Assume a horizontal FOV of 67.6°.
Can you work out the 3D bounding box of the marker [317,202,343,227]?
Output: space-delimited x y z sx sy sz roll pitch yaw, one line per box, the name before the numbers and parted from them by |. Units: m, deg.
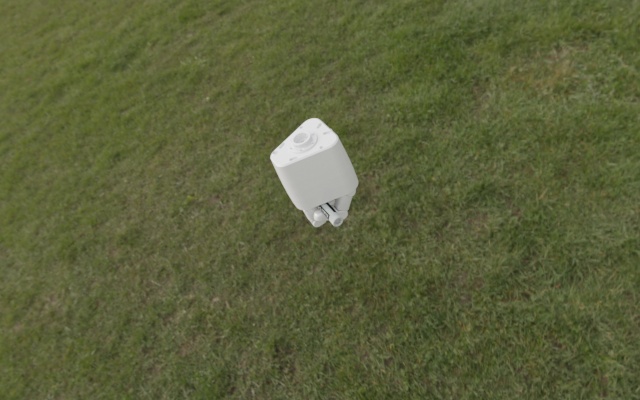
marker | 0.000 0.003 0.807 0.020 0.020 0.121 0 32 -34
